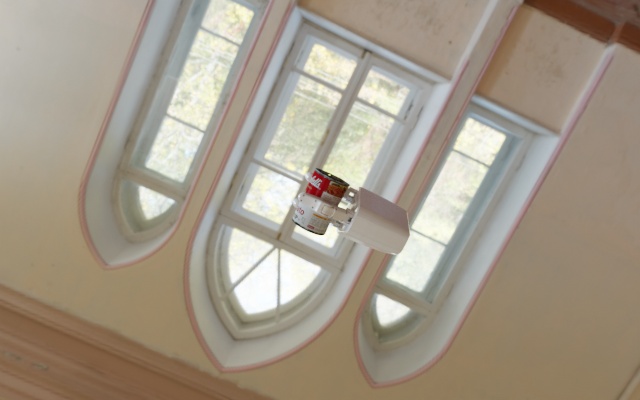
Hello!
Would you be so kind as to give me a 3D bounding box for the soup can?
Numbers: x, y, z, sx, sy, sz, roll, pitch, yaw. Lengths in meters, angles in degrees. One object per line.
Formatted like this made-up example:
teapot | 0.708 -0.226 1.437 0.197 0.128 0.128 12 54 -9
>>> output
soup can | 0.000 0.003 0.848 0.068 0.102 0.068 25 10 -5
